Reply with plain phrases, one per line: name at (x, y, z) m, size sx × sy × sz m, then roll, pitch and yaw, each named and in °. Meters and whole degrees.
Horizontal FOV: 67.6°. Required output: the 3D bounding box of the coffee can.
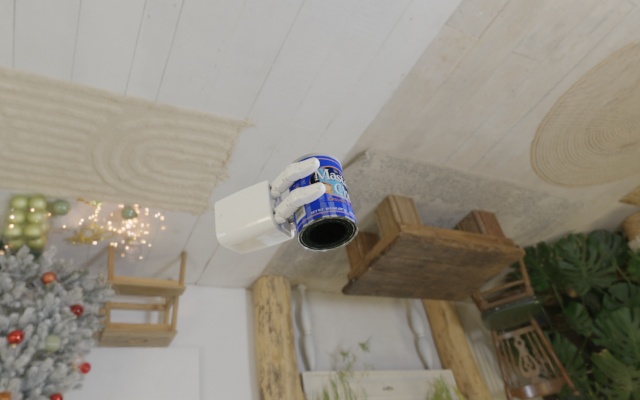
coffee can at (0.000, 0.003, 0.828) m, size 0.103 × 0.140 × 0.103 m, roll -8°, pitch -37°, yaw -6°
